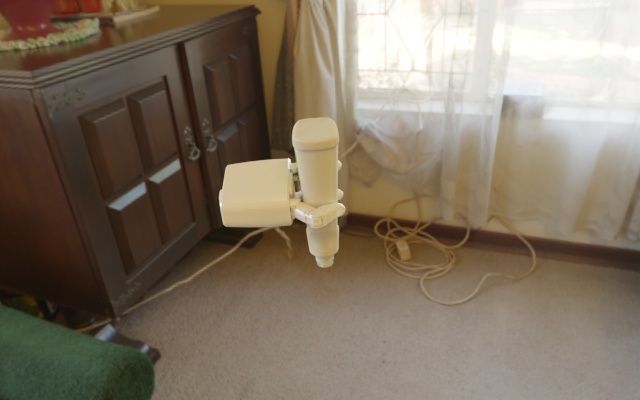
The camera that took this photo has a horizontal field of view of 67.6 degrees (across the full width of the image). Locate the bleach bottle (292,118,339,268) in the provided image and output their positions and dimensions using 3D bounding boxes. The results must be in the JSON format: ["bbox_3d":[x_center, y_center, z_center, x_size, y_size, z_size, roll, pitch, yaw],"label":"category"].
[{"bbox_3d":[0.000,0.002,0.760,0.068,0.251,0.102,-4,29,1],"label":"bleach bottle"}]
